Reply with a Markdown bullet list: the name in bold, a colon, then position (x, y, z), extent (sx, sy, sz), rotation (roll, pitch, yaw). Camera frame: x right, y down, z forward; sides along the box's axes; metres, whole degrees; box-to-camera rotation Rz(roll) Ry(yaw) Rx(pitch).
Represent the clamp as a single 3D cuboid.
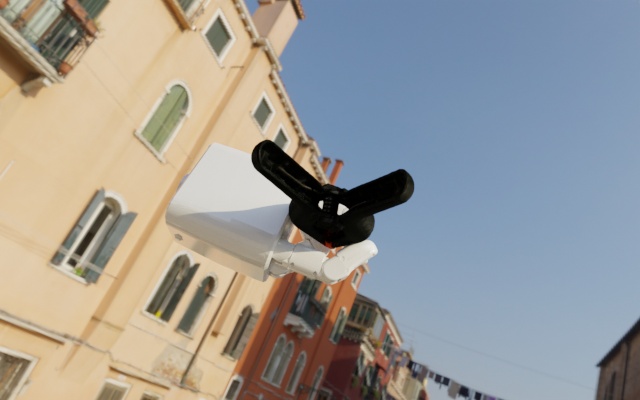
- **clamp**: position (0.000, 0.001, 0.409), extent (0.120, 0.039, 0.171), rotation (22, -24, 1)
